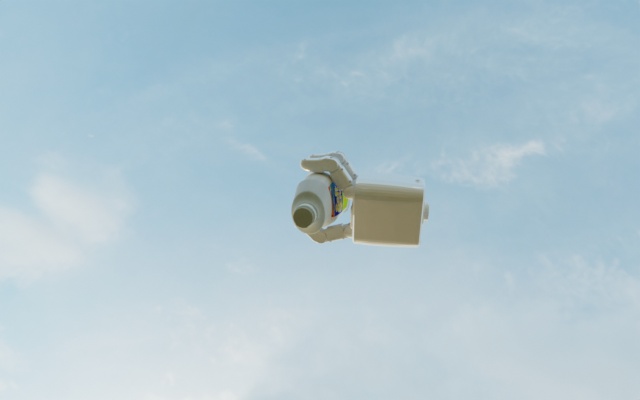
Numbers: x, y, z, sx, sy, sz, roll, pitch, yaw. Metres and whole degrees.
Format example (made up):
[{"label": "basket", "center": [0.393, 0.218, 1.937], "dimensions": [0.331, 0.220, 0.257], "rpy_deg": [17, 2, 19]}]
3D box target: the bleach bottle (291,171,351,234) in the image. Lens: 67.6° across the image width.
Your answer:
[{"label": "bleach bottle", "center": [0.000, 0.002, 0.761], "dimensions": [0.068, 0.102, 0.250], "rpy_deg": [3, 14, 11]}]
